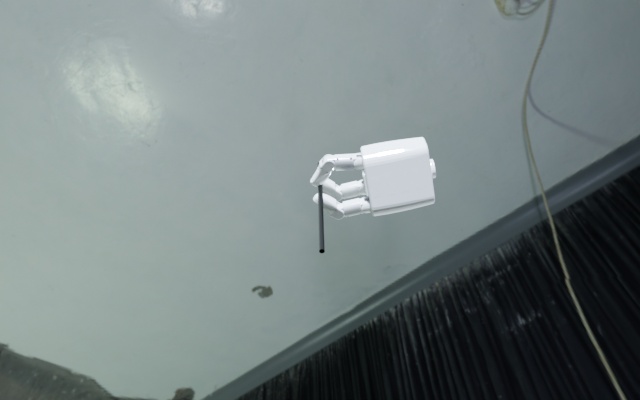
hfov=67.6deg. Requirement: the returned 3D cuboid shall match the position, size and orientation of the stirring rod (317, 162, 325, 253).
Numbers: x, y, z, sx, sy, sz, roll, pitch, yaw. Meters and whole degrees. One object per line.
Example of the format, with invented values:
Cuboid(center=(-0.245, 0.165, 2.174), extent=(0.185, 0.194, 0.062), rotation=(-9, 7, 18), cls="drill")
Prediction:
Cuboid(center=(0.000, 0.002, 0.767), extent=(0.011, 0.011, 0.239), rotation=(0, 35, -1), cls="stirring rod")
